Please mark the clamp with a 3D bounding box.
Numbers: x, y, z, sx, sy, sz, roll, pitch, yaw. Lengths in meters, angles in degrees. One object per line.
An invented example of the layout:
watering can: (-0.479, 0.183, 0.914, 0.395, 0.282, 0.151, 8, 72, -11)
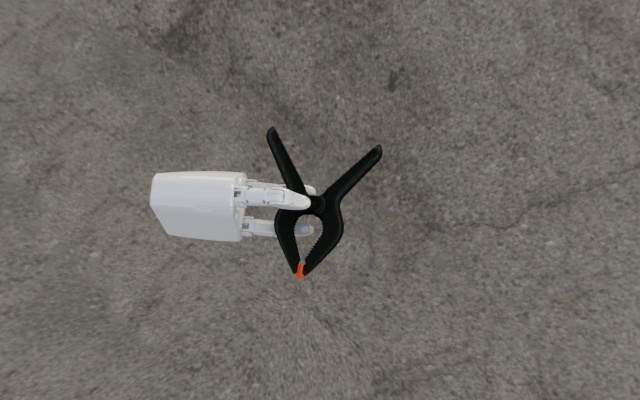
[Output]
clamp: (0.000, 0.002, 0.653, 0.164, 0.210, 0.036, 3, -12, 2)
